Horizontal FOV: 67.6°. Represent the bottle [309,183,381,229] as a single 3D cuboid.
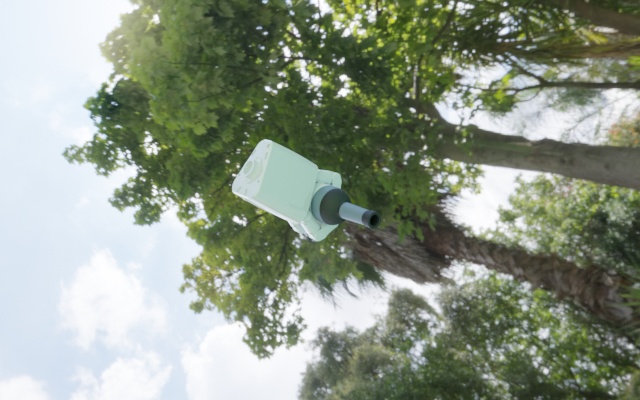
[{"bbox_3d":[0.000,0.003,0.853,0.069,0.069,0.295,0,11,-35],"label":"bottle"}]
